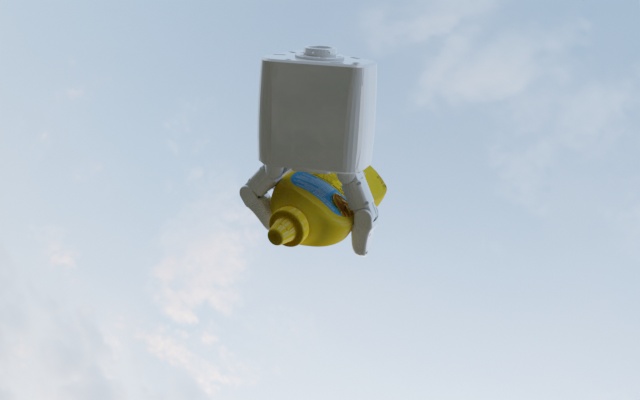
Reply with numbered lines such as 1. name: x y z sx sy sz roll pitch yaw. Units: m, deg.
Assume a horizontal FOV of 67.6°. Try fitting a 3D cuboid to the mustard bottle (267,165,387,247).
1. mustard bottle: 0.000 0.002 0.533 0.096 0.058 0.191 36 33 11
